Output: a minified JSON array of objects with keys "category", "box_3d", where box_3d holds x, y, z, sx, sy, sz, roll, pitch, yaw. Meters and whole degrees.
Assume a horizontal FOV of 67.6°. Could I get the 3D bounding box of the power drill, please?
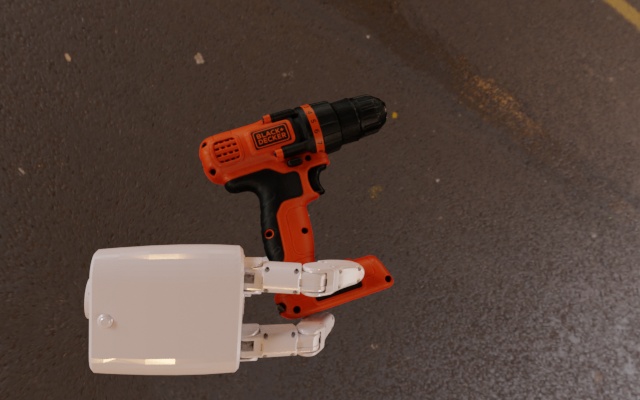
[{"category":"power drill","box_3d":[0.000,0.002,0.444,0.184,0.187,0.057,-18,-11,-8]}]
